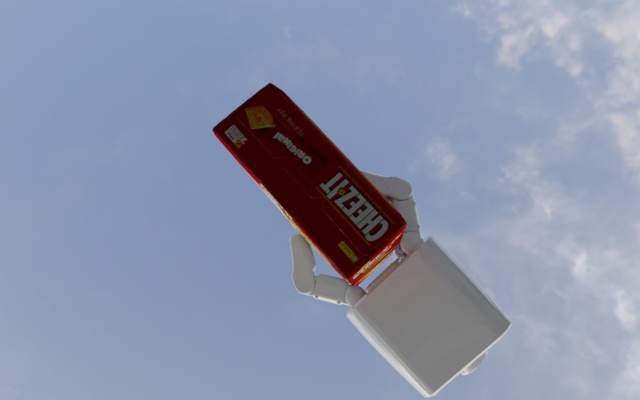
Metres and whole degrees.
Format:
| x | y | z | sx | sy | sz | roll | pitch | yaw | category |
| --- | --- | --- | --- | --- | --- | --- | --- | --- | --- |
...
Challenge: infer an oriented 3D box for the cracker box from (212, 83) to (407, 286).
| x | y | z | sx | sy | sz | roll | pitch | yaw | category |
| --- | --- | --- | --- | --- | --- | --- | --- | --- | --- |
| 0.000 | 0.002 | 0.468 | 0.072 | 0.164 | 0.214 | -42 | -12 | -5 | cracker box |
